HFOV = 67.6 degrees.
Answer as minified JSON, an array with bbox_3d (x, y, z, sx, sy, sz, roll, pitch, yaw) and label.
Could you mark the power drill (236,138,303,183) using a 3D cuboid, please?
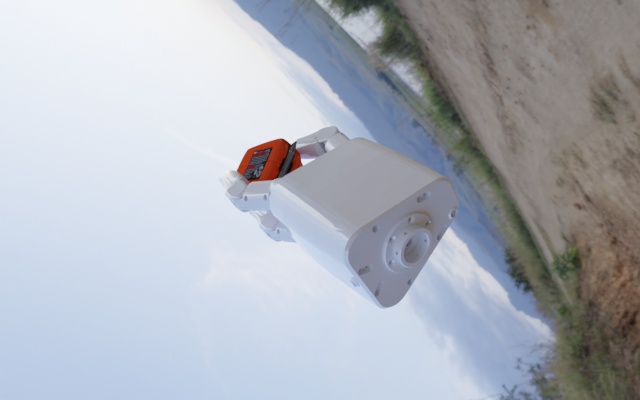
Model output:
[{"bbox_3d":[0.000,0.002,0.533,0.188,0.057,0.184,26,-14,-25],"label":"power drill"}]
